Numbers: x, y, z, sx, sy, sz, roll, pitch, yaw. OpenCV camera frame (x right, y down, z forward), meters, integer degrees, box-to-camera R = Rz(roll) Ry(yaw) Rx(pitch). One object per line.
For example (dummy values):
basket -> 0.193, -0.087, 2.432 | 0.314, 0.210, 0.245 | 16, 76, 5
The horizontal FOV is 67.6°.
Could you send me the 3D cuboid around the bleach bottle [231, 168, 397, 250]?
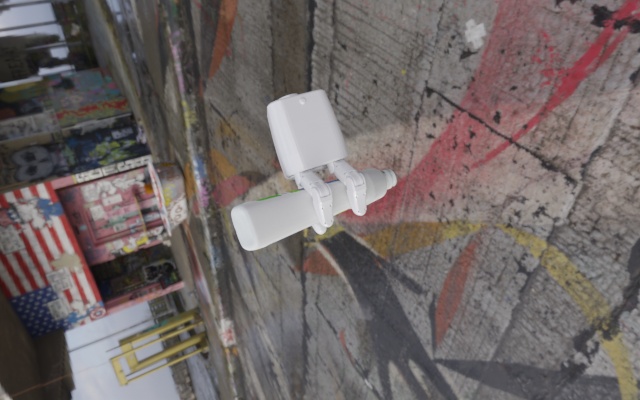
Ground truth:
bleach bottle -> 0.000, 0.002, 0.717 | 0.251, 0.068, 0.102 | -19, 2, -23
